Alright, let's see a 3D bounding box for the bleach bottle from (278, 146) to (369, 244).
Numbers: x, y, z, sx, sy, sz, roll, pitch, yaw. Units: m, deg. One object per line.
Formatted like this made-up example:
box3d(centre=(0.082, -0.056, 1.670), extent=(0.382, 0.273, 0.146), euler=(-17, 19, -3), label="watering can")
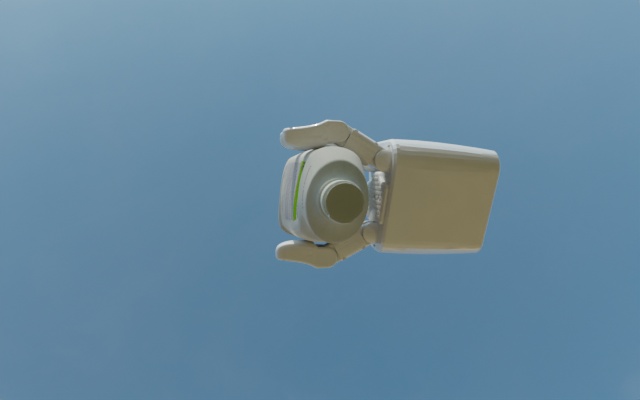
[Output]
box3d(centre=(0.000, 0.001, 0.458), extent=(0.068, 0.102, 0.251), euler=(4, 4, -8), label="bleach bottle")
